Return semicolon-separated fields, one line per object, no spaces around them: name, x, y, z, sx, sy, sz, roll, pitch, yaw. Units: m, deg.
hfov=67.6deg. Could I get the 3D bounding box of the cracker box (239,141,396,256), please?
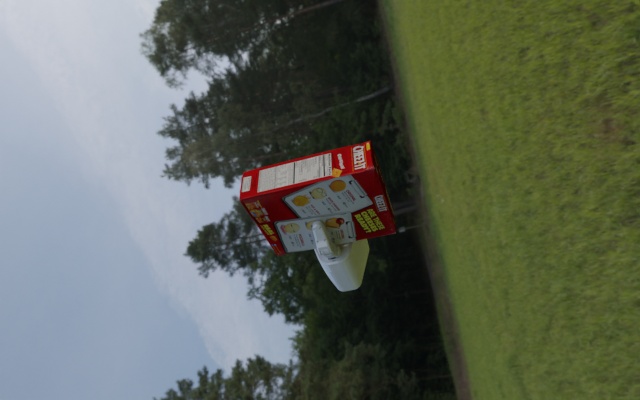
cracker box;0.000;0.003;0.776;0.214;0.072;0.164;-13;-42;12
